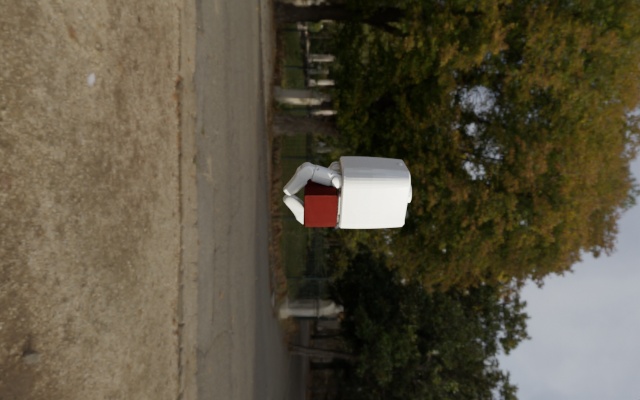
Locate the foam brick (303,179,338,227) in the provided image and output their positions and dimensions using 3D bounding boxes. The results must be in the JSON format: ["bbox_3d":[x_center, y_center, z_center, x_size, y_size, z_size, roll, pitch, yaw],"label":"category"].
[{"bbox_3d":[0.000,0.003,0.743,0.051,0.053,0.078,2,22,-1],"label":"foam brick"}]
